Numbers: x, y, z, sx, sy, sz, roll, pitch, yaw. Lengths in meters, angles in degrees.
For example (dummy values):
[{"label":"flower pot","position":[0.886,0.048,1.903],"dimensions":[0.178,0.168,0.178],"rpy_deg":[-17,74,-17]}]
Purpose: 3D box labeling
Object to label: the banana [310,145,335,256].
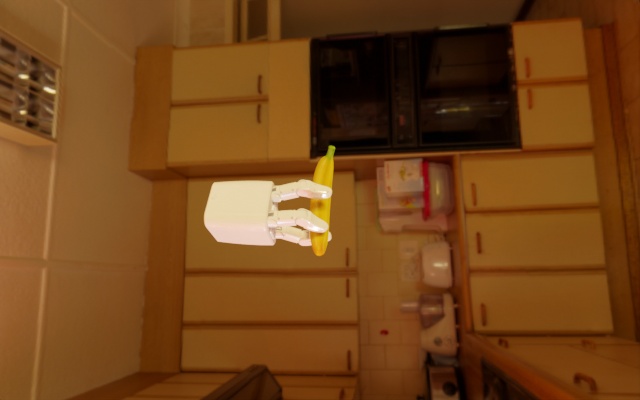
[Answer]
[{"label":"banana","position":[0.000,0.004,0.850],"dimensions":[0.037,0.197,0.070],"rpy_deg":[4,-15,1]}]
